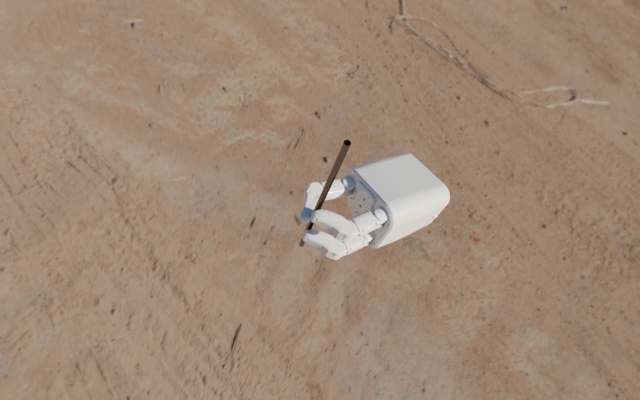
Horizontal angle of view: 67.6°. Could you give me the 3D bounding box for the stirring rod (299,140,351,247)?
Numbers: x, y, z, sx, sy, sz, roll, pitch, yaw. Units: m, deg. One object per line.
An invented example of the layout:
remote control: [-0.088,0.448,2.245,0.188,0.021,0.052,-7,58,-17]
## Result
stirring rod: [0.000,0.002,0.590,0.011,0.011,0.240,0,-31,-15]
